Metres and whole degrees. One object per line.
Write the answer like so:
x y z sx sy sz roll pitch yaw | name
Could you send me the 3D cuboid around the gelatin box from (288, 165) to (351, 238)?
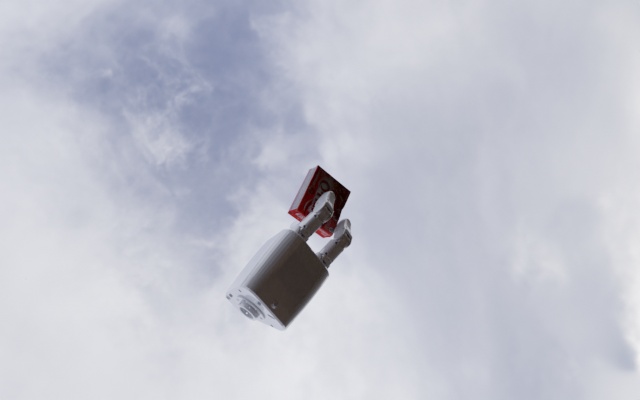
0.000 0.002 0.740 0.073 0.089 0.030 38 -31 -23 | gelatin box
